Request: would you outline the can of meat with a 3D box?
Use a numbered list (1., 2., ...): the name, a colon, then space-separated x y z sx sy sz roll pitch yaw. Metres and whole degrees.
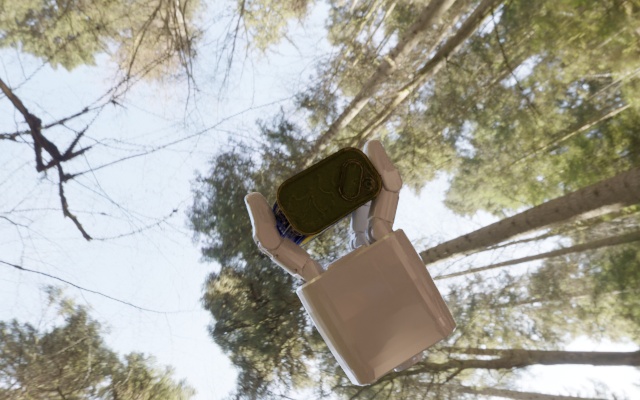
1. can of meat: 0.000 0.002 0.480 0.102 0.057 0.084 -31 -7 -21
